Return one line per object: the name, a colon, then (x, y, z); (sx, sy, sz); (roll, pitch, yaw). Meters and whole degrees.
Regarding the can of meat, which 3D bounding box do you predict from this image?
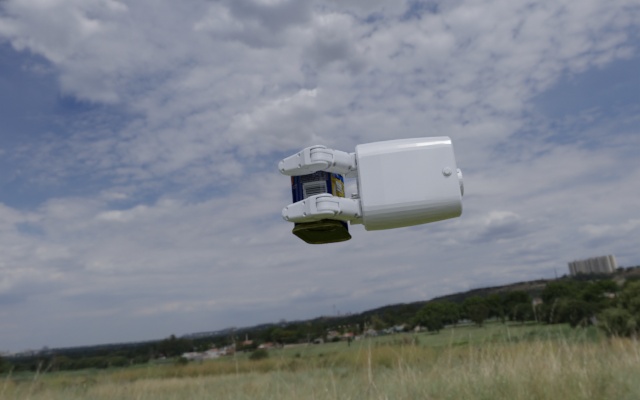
can of meat: (0.000, 0.002, 0.571); (0.057, 0.084, 0.102); (-8, -16, 11)
